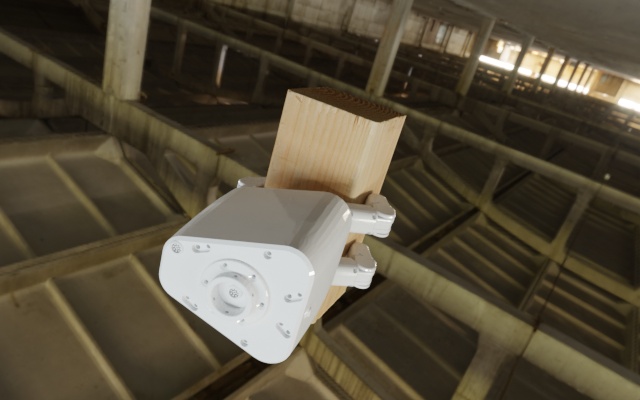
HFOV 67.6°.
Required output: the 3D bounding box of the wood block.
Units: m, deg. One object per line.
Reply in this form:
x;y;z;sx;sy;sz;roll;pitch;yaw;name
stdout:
0.000;0.002;0.475;0.091;0.206;0.090;25;23;18;wood block
